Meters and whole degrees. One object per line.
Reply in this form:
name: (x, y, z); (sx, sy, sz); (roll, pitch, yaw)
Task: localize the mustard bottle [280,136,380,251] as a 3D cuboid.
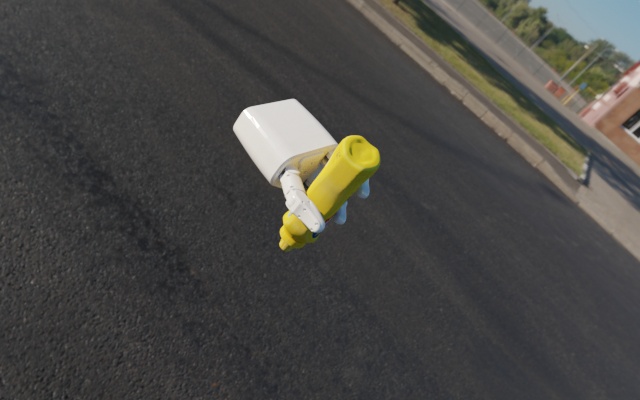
mustard bottle: (0.000, 0.002, 0.646); (0.058, 0.192, 0.096); (39, 29, -1)
